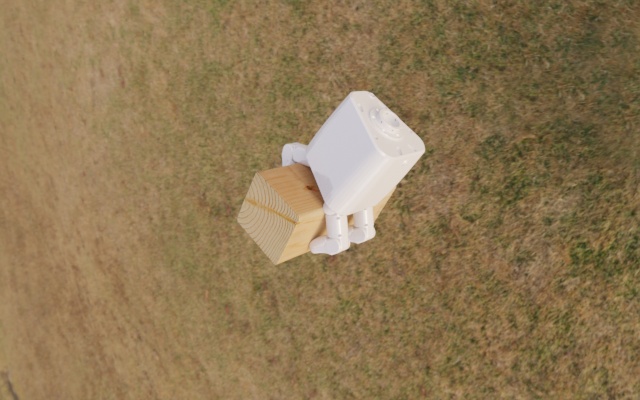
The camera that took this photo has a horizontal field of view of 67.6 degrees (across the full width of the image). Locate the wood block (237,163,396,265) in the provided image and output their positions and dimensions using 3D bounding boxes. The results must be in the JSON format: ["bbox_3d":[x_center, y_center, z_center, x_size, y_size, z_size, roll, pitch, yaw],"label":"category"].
[{"bbox_3d":[0.000,0.002,0.673,0.206,0.090,0.090,-17,54,-45],"label":"wood block"}]
